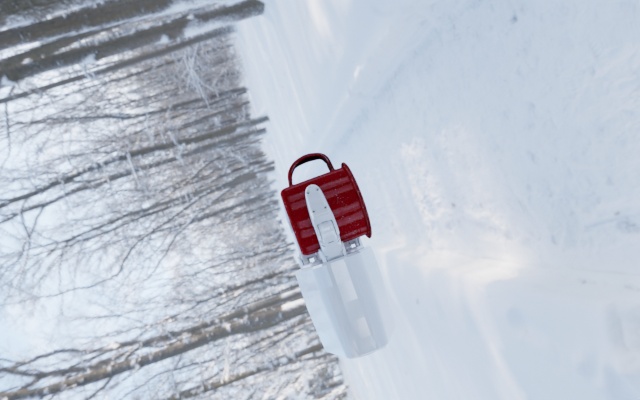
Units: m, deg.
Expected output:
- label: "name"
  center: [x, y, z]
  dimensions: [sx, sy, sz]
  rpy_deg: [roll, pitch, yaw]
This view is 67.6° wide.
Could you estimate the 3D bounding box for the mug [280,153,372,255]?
- label: "mug"
  center: [-0.001, 0.001, 0.549]
  dimensions: [0.081, 0.117, 0.093]
  rpy_deg: [-20, -7, -4]
